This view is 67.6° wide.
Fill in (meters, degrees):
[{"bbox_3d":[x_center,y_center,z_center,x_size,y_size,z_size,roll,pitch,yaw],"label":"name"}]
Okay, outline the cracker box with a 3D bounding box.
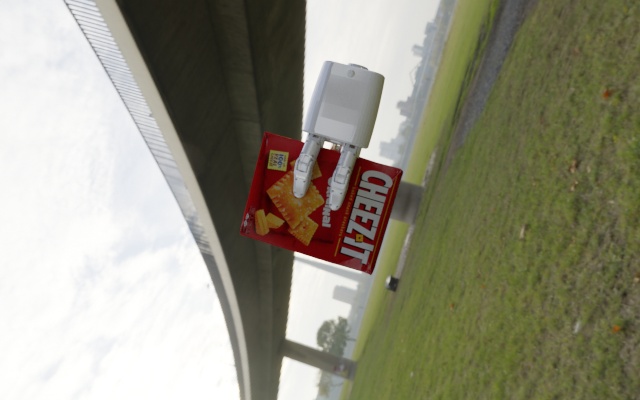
[{"bbox_3d":[0.000,0.002,0.726,0.213,0.164,0.072,16,5,8],"label":"cracker box"}]
